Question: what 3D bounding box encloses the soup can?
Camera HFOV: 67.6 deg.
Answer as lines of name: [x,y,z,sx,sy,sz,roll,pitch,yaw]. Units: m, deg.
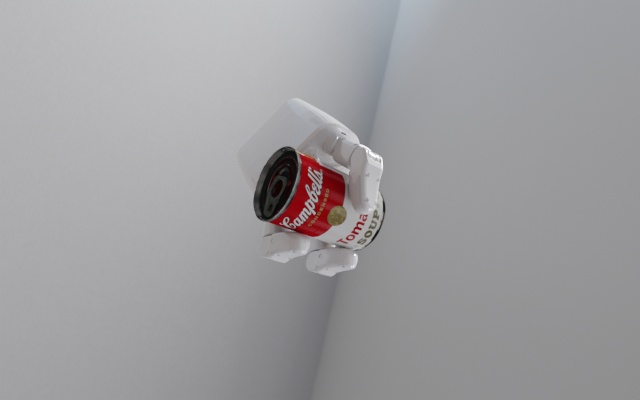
soup can: [0.001,0.002,0.433,0.102,0.068,0.068,22,-13,-33]
